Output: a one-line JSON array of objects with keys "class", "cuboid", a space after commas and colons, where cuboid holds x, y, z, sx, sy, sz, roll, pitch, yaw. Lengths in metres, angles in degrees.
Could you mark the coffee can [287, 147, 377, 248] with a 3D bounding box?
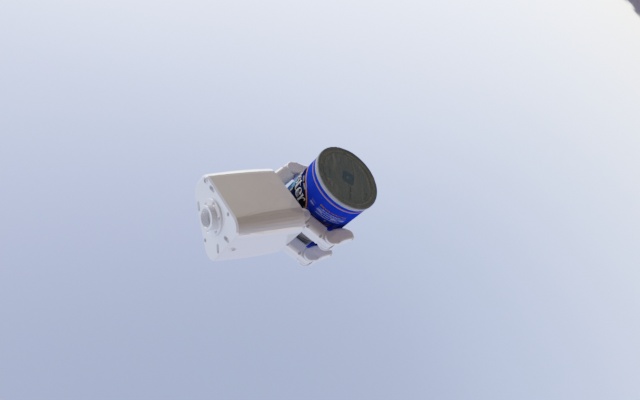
[{"class": "coffee can", "cuboid": [0.000, 0.002, 0.703, 0.103, 0.102, 0.140, 0, -30, -40]}]
